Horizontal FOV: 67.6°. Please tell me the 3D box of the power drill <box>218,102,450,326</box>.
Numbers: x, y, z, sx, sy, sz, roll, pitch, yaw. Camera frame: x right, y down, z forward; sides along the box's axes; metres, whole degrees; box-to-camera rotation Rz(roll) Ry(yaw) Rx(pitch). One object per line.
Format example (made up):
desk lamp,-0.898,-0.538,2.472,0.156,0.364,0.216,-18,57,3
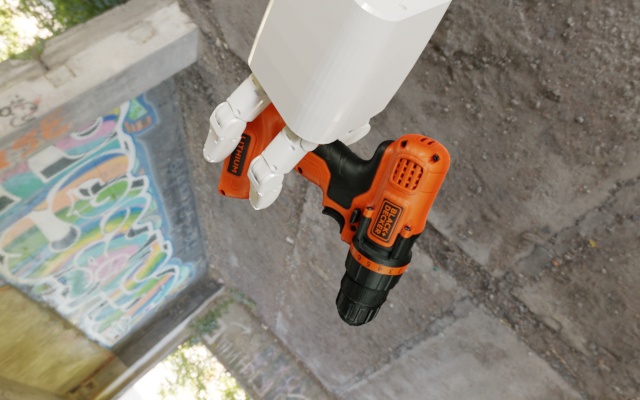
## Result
power drill,0.000,0.001,0.426,0.187,0.184,0.057,28,25,18
